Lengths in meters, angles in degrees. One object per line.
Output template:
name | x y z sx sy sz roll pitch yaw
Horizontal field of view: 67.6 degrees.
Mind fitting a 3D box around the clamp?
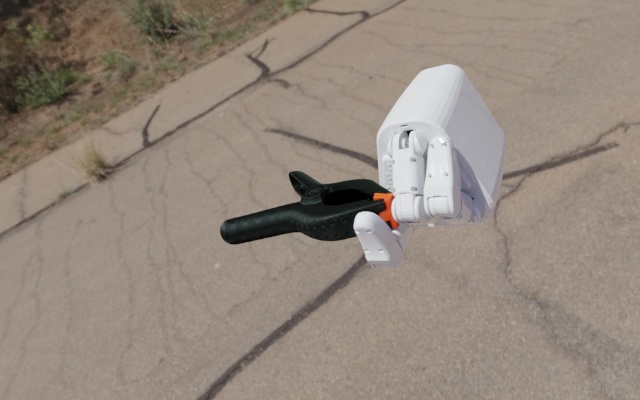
clamp | 0.000 0.001 0.446 0.171 0.039 0.120 -1 35 32
